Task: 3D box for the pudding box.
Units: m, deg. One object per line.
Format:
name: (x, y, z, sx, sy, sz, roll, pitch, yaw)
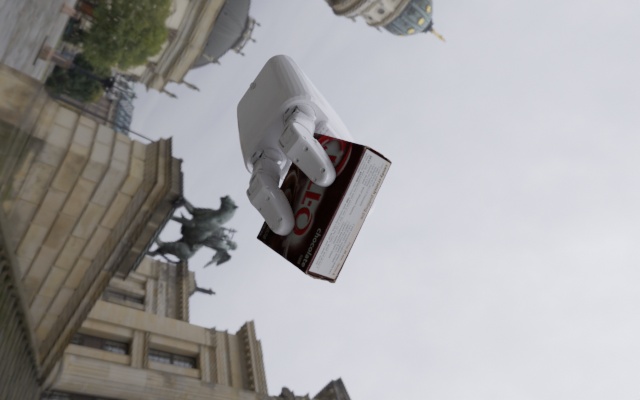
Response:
pudding box: (0.000, 0.001, 0.410, 0.039, 0.113, 0.090, 23, 1, -35)
